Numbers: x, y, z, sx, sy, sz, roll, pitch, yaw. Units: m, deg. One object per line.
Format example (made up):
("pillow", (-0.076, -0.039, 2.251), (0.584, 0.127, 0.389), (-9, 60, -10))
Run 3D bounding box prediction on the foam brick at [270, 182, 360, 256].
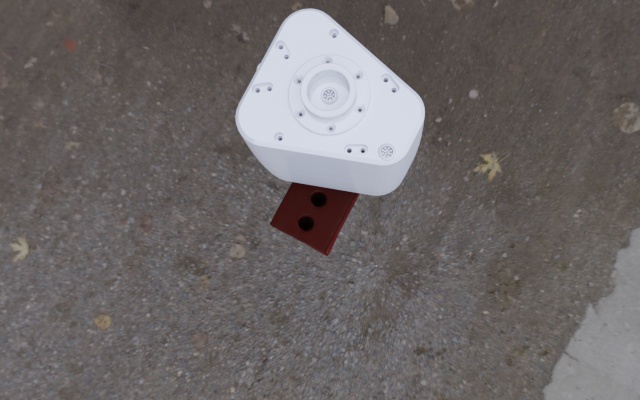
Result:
("foam brick", (0.000, 0.002, 0.408), (0.053, 0.078, 0.051), (27, -4, 7))
